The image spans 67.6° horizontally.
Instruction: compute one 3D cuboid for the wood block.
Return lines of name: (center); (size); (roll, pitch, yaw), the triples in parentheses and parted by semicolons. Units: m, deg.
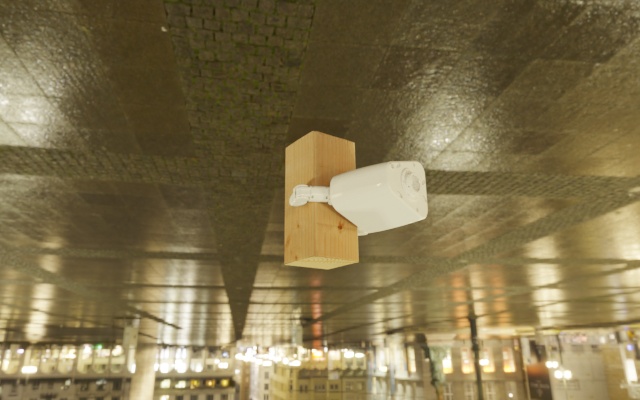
wood block: (0.000, 0.003, 0.796); (0.091, 0.206, 0.090); (12, -21, -34)
